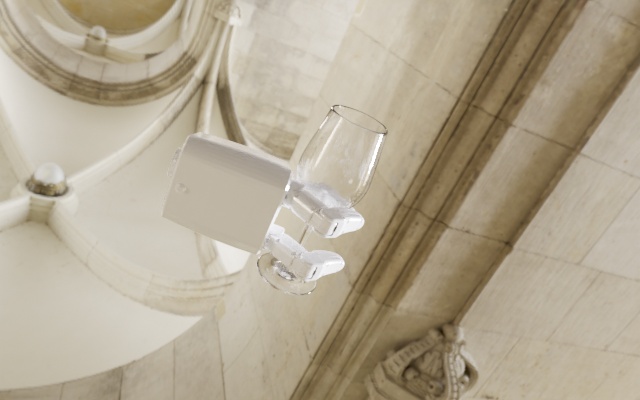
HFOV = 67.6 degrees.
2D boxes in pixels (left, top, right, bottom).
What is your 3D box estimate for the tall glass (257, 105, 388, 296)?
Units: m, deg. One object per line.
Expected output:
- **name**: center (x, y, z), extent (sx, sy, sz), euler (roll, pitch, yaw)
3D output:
- **tall glass**: center (0.000, 0.002, 0.511), extent (0.079, 0.201, 0.079), euler (21, 24, -10)
